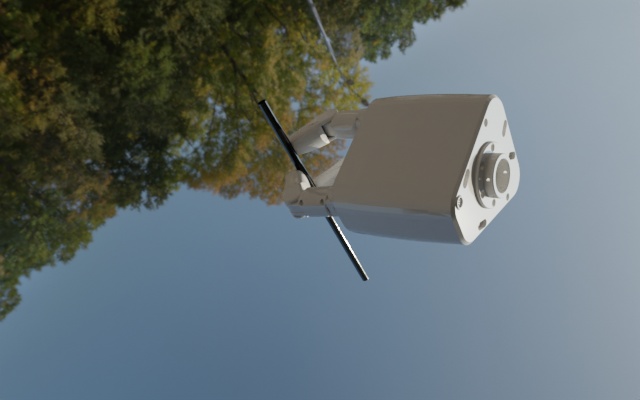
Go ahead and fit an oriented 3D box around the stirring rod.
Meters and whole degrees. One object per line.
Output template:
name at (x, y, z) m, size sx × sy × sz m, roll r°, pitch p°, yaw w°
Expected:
stirring rod at (0.000, 0.002, 0.481) m, size 0.011 × 0.240 × 0.011 m, roll -21°, pitch 34°, yaw 15°
